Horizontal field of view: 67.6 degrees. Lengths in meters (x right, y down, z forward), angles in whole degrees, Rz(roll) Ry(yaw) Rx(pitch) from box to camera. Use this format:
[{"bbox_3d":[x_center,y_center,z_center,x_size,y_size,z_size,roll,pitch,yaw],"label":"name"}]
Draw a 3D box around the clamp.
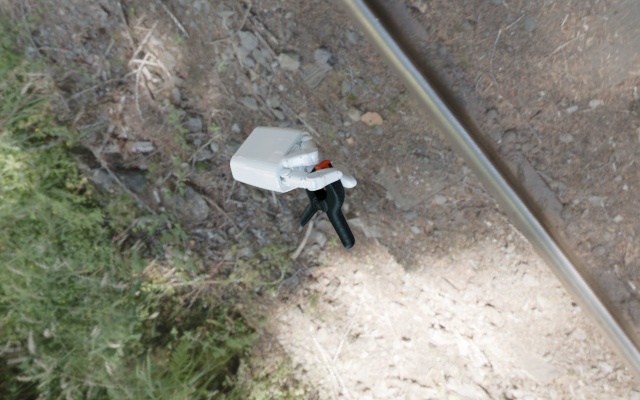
[{"bbox_3d":[0.000,0.003,0.840,0.120,0.172,0.039,12,38,31],"label":"clamp"}]
